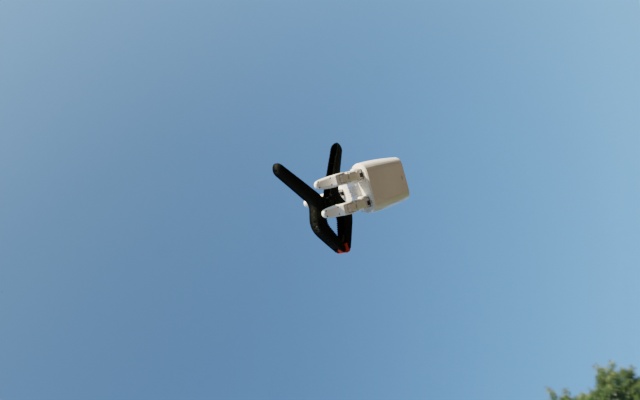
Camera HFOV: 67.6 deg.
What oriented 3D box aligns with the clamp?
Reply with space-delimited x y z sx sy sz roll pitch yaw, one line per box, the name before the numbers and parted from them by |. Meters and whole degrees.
clamp | 0.000 0.004 0.894 0.164 0.210 0.036 -15 0 -37
